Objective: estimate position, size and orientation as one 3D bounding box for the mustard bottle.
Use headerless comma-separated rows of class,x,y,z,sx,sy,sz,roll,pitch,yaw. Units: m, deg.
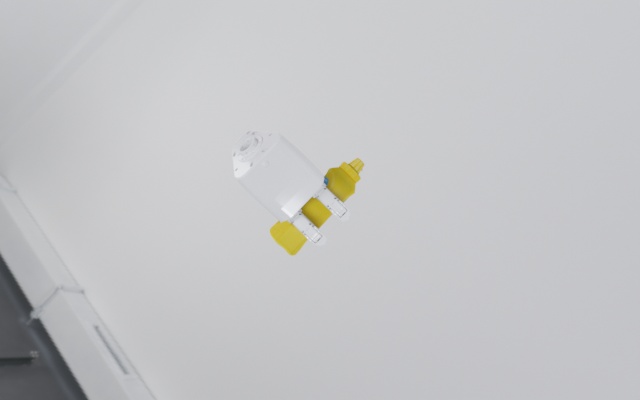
mustard bottle,0.000,0.003,0.791,0.058,0.191,0.096,44,-1,-10
